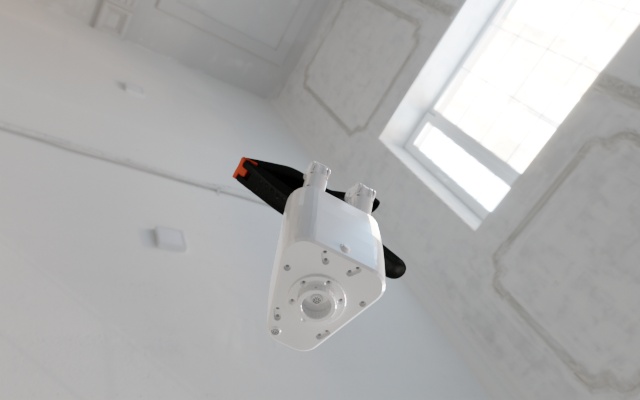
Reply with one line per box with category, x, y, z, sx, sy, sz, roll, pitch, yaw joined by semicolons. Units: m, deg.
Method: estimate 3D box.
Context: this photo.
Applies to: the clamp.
clamp;-0.001;0.002;0.564;0.210;0.036;0.164;28;21;-10
